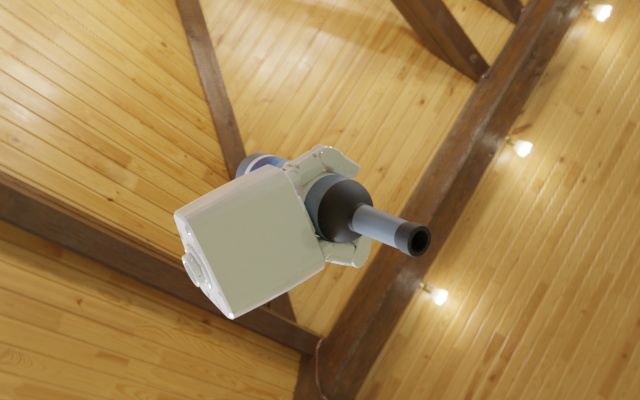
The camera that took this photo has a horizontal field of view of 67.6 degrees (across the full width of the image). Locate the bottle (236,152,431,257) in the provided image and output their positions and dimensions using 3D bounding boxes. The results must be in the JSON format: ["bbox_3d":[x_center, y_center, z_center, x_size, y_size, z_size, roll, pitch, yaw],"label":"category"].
[{"bbox_3d":[0.000,0.002,0.509,0.069,0.069,0.295,0,13,-34],"label":"bottle"}]
